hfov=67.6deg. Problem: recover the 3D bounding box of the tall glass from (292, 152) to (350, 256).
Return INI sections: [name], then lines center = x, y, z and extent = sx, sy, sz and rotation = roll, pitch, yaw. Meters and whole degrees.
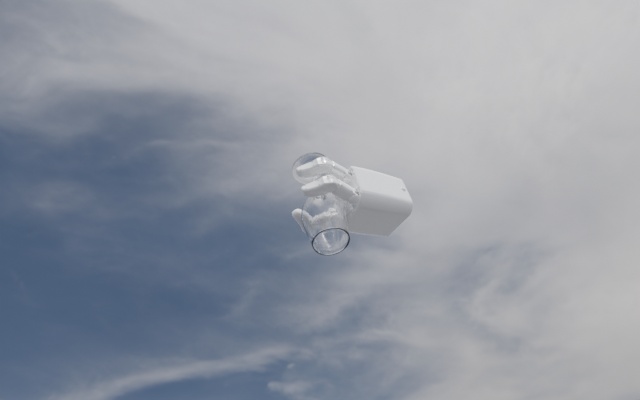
[tall glass]
center = 0.000, 0.002, 0.831
extent = 0.079, 0.079, 0.200
rotation = 0, 40, -12
